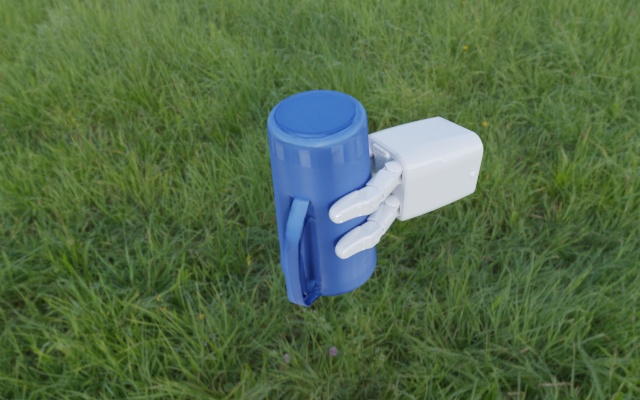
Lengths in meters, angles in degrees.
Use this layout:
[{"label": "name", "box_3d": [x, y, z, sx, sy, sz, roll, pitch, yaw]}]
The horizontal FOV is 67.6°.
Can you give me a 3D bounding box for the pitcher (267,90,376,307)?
[{"label": "pitcher", "box_3d": [0.000, 0.002, 0.579, 0.145, 0.243, 0.149, -18, 44, -13]}]
